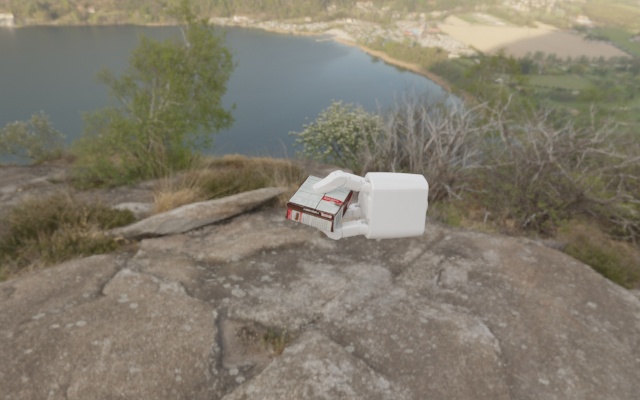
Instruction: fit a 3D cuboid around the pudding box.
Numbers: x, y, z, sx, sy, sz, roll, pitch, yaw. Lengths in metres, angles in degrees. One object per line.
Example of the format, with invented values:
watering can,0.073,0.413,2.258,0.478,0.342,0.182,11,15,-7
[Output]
pudding box,0.000,0.003,0.844,0.090,0.039,0.113,15,31,13
